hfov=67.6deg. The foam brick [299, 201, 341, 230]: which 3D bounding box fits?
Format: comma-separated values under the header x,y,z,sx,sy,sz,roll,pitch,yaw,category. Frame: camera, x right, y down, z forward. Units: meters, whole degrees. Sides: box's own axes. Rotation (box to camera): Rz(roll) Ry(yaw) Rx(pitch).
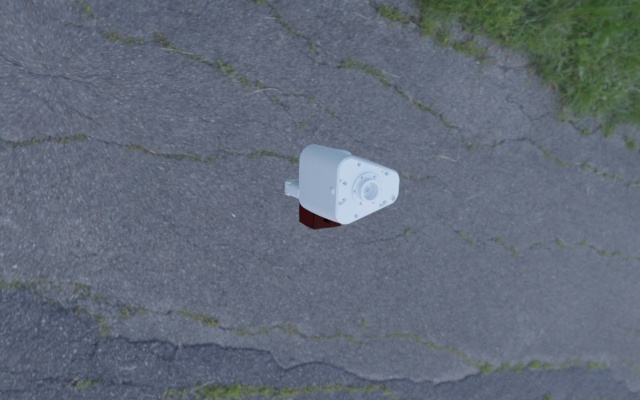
x,y,z,sx,sy,sz,roll,pitch,yaw,category
0.000,0.003,0.769,0.053,0.078,0.051,-6,16,-30,foam brick
